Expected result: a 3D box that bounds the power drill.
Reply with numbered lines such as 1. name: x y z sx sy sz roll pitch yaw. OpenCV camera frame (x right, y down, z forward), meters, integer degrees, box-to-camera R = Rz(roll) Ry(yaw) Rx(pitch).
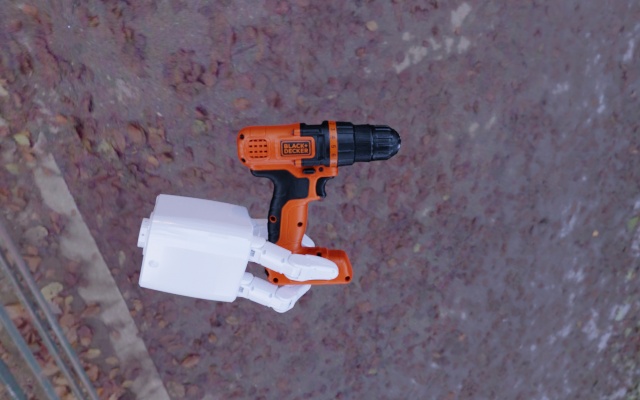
1. power drill: 0.000 0.002 0.555 0.184 0.188 0.057 -1 13 0
